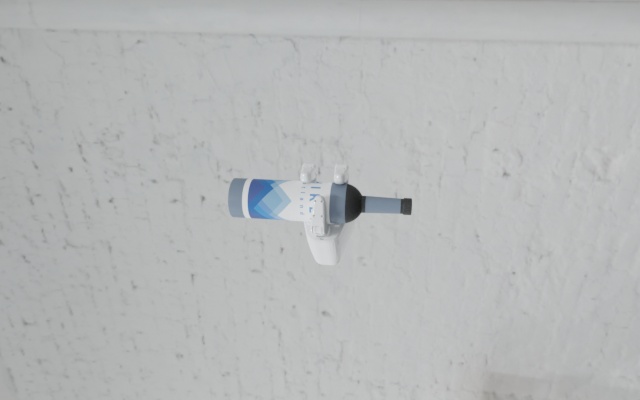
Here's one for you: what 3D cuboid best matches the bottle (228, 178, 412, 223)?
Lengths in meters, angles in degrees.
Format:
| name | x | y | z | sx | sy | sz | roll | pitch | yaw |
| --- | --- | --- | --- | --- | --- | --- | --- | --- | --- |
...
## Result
| name | x | y | z | sx | sy | sz | roll | pitch | yaw |
| --- | --- | --- | --- | --- | --- | --- | --- | --- | --- |
| bottle | 0.000 | 0.003 | 0.784 | 0.296 | 0.069 | 0.069 | 3 | 0 | 8 |
